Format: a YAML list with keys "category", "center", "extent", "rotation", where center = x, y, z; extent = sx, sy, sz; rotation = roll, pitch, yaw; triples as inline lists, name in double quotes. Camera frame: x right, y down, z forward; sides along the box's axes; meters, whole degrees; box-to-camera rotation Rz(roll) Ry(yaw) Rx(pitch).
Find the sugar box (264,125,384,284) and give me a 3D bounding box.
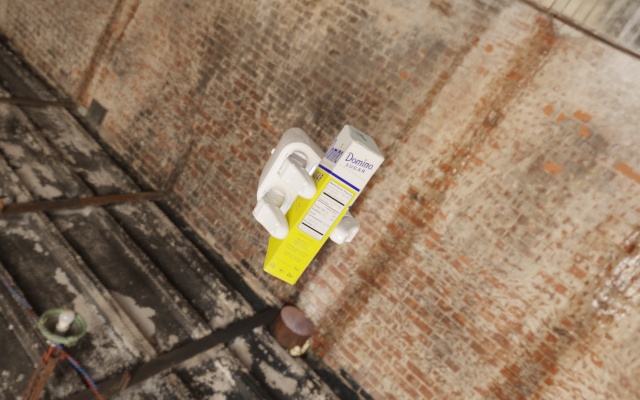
- category: "sugar box"
  center: [0.000, 0.002, 0.544]
  extent: [0.048, 0.176, 0.093]
  rotation: [29, 16, -12]
